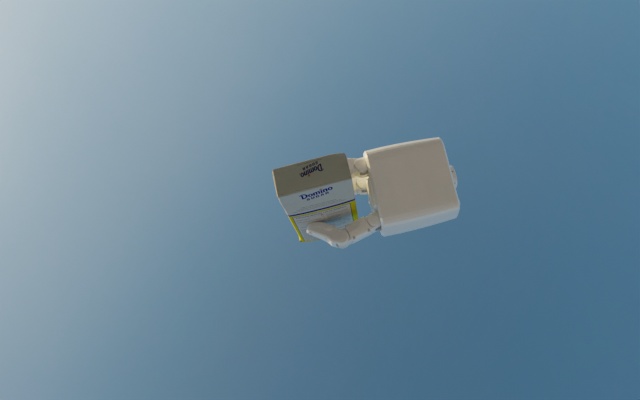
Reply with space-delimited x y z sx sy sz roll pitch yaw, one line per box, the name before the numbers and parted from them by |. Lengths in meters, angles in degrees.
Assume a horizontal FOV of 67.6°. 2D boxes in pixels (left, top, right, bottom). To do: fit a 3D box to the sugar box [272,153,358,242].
sugar box | 0.000 0.002 0.643 0.093 0.048 0.176 -14 -27 1
